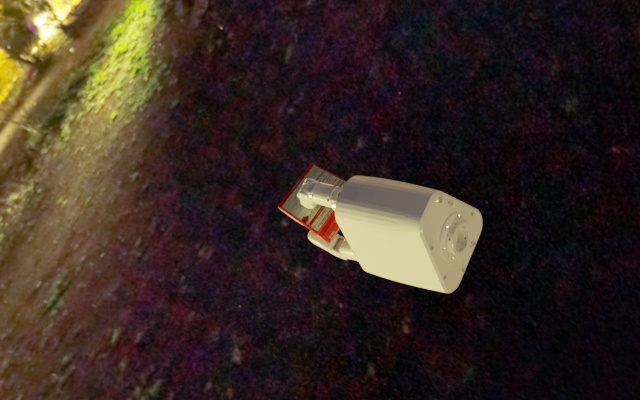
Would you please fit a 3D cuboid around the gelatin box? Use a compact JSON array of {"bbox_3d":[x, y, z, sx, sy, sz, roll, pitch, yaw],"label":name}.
[{"bbox_3d":[0.000,0.002,0.591,0.089,0.073,0.030,31,-8,45],"label":"gelatin box"}]
